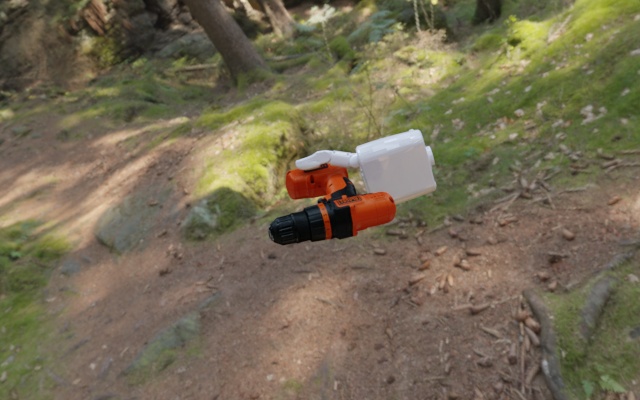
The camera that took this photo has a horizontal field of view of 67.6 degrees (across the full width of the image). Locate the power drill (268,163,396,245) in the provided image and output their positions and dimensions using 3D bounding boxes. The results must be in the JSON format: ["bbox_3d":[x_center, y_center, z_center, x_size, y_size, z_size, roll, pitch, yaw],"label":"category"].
[{"bbox_3d":[0.000,0.002,0.733,0.184,0.057,0.187,-11,26,-11],"label":"power drill"}]
